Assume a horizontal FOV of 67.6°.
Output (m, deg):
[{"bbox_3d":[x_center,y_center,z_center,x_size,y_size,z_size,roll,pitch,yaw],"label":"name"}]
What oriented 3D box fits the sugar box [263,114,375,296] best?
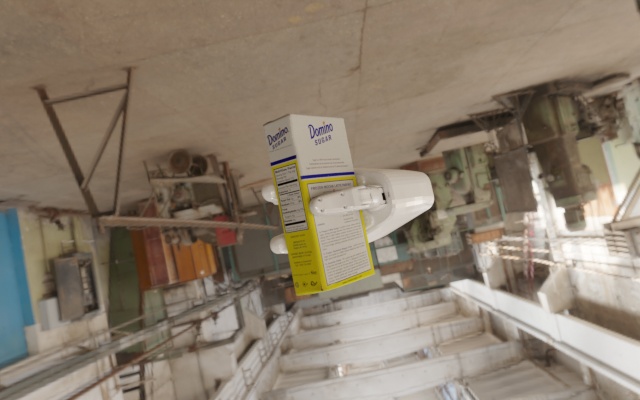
[{"bbox_3d":[0.000,0.002,0.499,0.048,0.176,0.093,-16,-5,38],"label":"sugar box"}]
